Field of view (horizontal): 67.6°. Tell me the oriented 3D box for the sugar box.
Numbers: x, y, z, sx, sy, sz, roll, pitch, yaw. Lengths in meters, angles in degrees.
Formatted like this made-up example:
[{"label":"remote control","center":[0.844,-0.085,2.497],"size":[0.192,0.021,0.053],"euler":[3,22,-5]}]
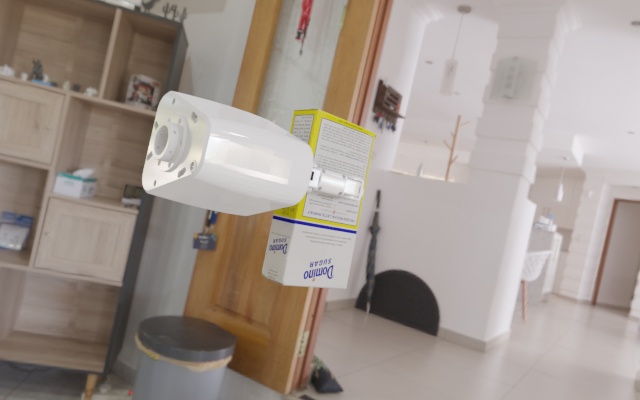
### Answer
[{"label":"sugar box","center":[0.000,0.001,0.506],"size":[0.093,0.176,0.048],"euler":[14,0,-41]}]
